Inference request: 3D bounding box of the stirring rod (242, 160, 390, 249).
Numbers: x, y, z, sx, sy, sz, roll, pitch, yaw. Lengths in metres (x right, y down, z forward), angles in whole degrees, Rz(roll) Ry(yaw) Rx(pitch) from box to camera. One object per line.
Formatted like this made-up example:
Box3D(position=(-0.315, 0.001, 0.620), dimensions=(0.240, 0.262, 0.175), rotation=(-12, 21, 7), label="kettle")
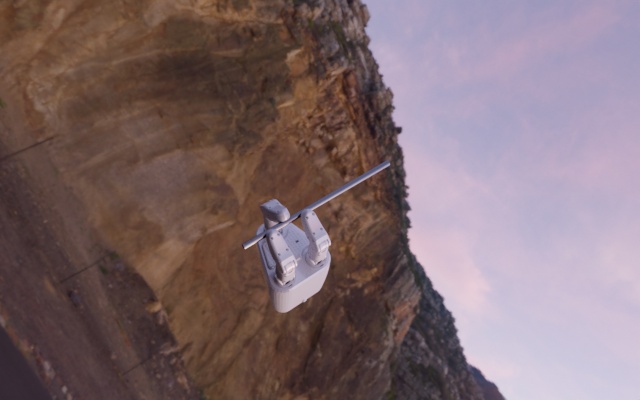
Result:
Box3D(position=(0.000, 0.002, 0.644), dimensions=(0.239, 0.011, 0.011), rotation=(-30, 12, -21), label="stirring rod")
